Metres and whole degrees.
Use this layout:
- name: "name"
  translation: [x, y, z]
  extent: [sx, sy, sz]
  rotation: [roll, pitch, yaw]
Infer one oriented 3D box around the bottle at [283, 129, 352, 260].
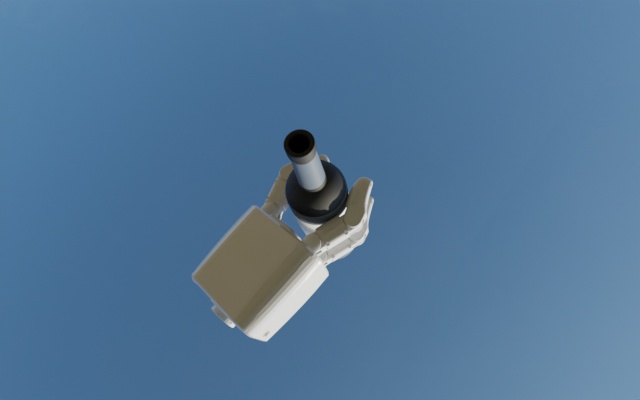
- name: "bottle"
  translation: [0.000, 0.002, 0.543]
  extent: [0.069, 0.069, 0.296]
  rotation: [0, -20, 8]
